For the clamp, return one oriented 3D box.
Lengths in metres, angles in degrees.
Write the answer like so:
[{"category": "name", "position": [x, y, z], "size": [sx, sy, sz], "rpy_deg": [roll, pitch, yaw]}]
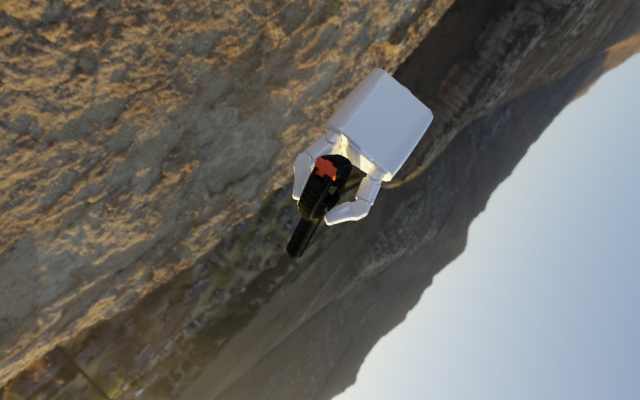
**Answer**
[{"category": "clamp", "position": [0.001, 0.002, 0.636], "size": [0.036, 0.164, 0.210], "rpy_deg": [36, -8, 11]}]
